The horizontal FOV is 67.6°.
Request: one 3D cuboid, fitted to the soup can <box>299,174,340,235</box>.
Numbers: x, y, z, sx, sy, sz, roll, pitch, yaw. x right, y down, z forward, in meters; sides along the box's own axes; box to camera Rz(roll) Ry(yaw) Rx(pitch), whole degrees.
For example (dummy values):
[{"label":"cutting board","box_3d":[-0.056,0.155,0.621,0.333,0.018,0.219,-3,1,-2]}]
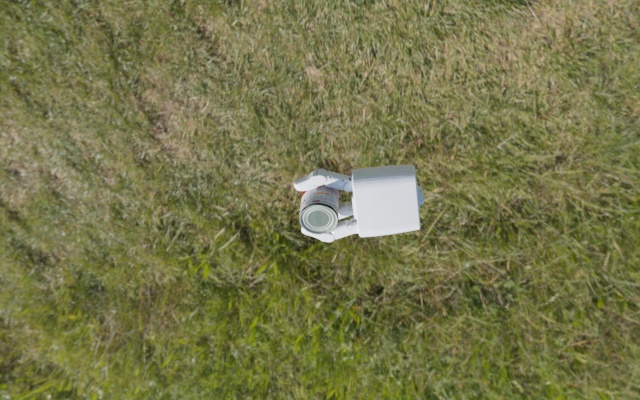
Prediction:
[{"label":"soup can","box_3d":[0.000,0.003,0.832,0.068,0.069,0.102,0,37,4]}]
